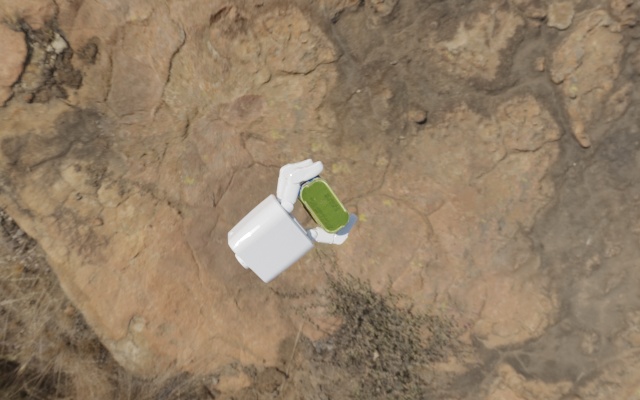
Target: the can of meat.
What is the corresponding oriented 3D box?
[{"bbox_3d":[0.000,0.003,0.817,0.057,0.102,0.084,-37,15,-3],"label":"can of meat"}]
